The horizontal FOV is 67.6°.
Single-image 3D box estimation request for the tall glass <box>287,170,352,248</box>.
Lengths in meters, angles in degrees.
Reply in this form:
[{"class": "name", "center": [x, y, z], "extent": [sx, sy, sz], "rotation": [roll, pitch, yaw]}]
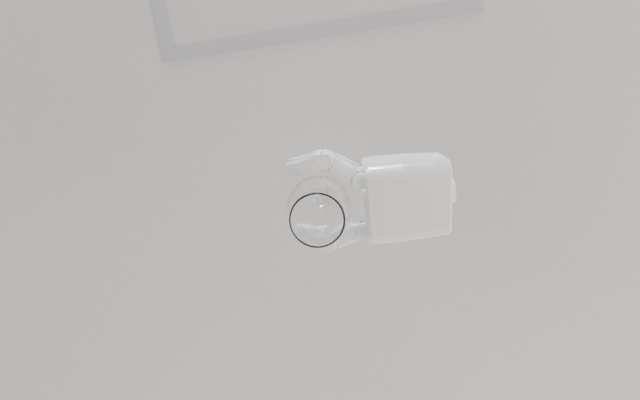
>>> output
[{"class": "tall glass", "center": [0.000, 0.002, 0.613], "extent": [0.079, 0.079, 0.201], "rotation": [0, 12, 2]}]
